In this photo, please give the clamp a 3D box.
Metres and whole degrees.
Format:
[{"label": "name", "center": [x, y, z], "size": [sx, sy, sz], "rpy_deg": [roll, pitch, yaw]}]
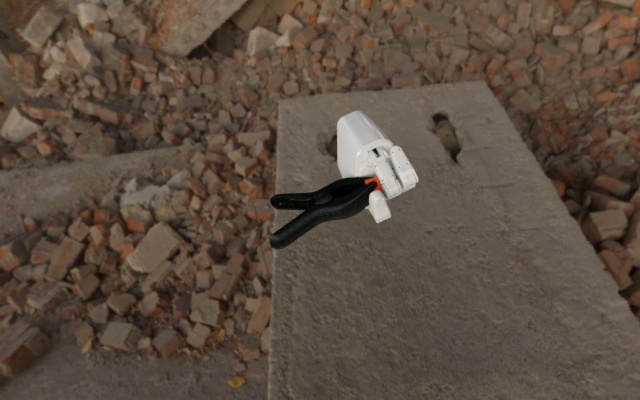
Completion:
[{"label": "clamp", "center": [0.000, 0.002, 0.684], "size": [0.171, 0.039, 0.120], "rpy_deg": [-21, 37, -3]}]
